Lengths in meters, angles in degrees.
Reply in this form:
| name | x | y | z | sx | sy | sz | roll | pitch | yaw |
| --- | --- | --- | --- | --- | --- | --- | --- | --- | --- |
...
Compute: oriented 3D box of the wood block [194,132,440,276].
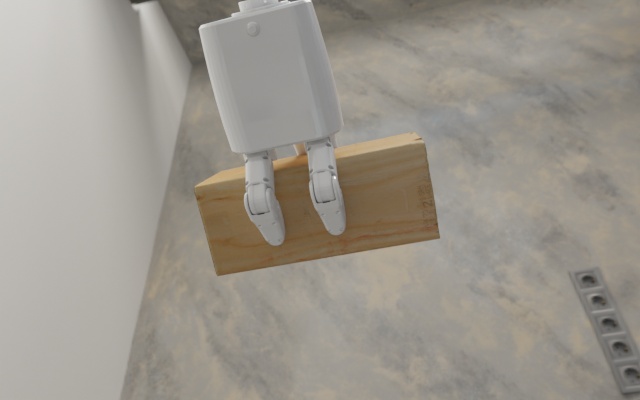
| name | x | y | z | sx | sy | sz | roll | pitch | yaw |
| --- | --- | --- | --- | --- | --- | --- | --- | --- | --- |
| wood block | 0.000 | 0.001 | 0.462 | 0.206 | 0.090 | 0.090 | -10 | 12 | 8 |
